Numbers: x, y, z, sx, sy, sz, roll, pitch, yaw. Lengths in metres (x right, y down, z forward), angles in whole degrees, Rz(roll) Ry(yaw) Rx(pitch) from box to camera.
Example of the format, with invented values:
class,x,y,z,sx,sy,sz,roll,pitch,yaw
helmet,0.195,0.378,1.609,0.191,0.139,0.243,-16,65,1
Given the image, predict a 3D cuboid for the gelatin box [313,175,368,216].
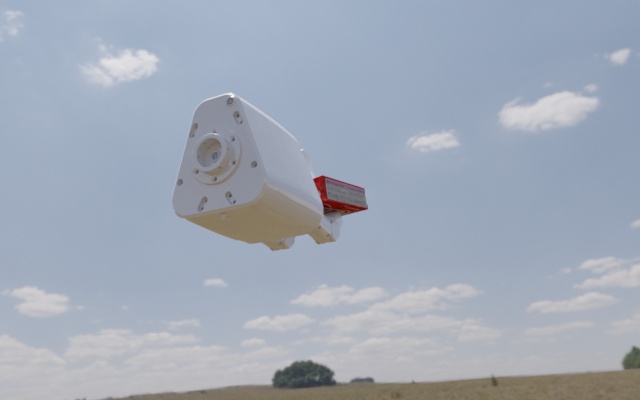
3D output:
class,x,y,z,sx,sy,sz,roll,pitch,yaw
gelatin box,0.000,0.001,0.545,0.073,0.030,0.089,-17,-17,33
